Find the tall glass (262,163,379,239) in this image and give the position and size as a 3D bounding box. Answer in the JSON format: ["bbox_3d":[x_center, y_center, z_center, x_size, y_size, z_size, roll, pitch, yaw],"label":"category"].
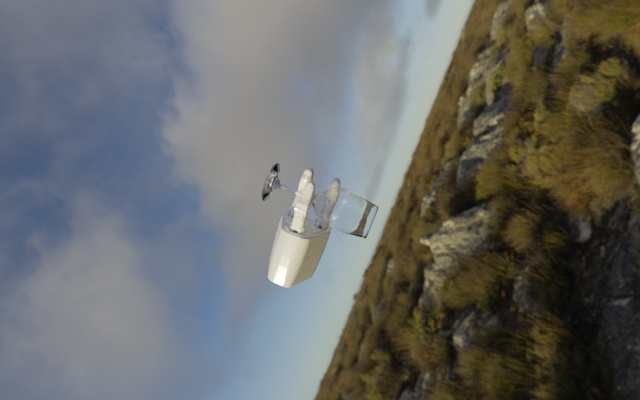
[{"bbox_3d":[0.000,0.002,0.858,0.201,0.079,0.079,22,3,8],"label":"tall glass"}]
